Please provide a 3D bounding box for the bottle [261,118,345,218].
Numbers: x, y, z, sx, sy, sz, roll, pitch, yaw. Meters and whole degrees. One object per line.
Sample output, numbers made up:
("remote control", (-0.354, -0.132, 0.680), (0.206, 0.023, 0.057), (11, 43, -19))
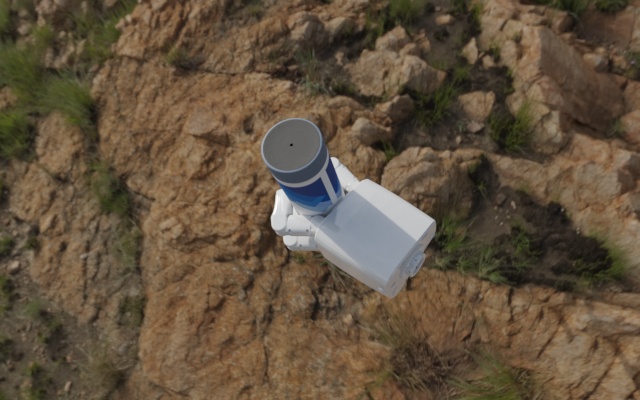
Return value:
("bottle", (0.000, 0.002, 0.625), (0.069, 0.069, 0.296), (0, -24, 13))
